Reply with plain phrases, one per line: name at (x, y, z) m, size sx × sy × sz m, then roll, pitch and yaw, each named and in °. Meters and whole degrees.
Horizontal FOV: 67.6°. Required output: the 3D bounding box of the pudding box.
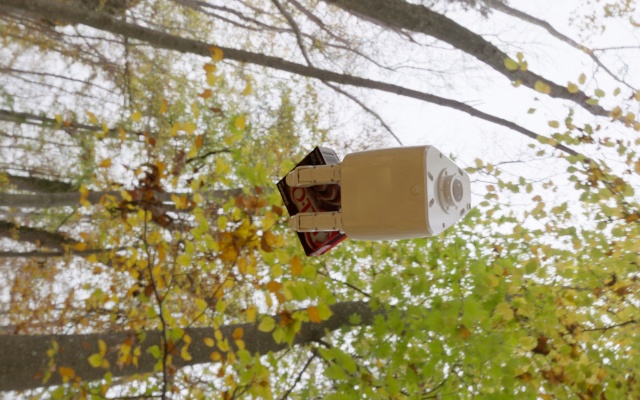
pudding box at (0.000, 0.002, 0.605) m, size 0.039 × 0.113 × 0.090 m, roll 3°, pitch -33°, yaw -48°
